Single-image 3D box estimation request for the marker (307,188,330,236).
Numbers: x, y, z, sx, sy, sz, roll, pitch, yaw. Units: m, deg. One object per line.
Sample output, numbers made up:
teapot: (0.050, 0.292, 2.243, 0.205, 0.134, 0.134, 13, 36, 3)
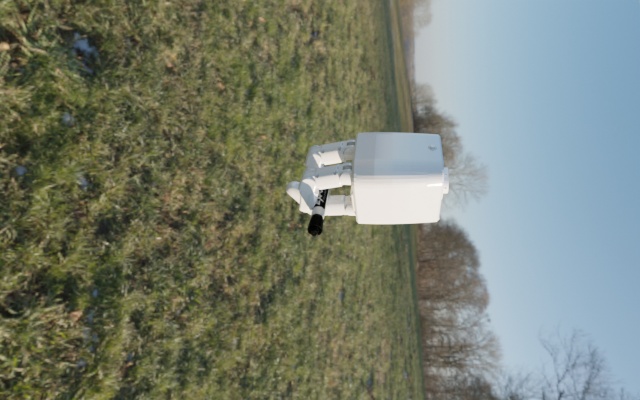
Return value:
marker: (0.000, 0.002, 0.623, 0.020, 0.020, 0.121, 0, 39, 9)
